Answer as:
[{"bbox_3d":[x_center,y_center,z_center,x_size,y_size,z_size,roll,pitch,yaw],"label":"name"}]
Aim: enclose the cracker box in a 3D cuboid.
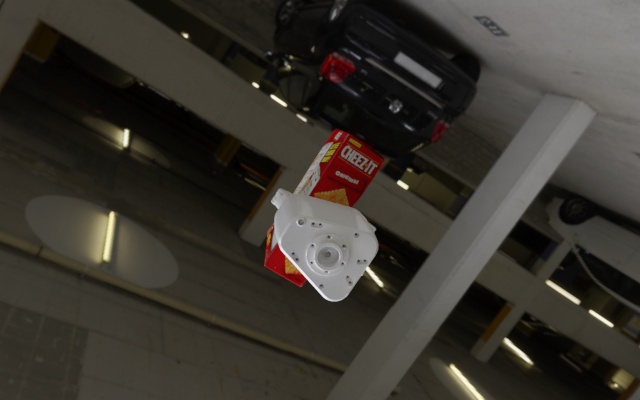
[{"bbox_3d":[0.000,0.002,0.720,0.072,0.214,0.164,33,7,-10],"label":"cracker box"}]
